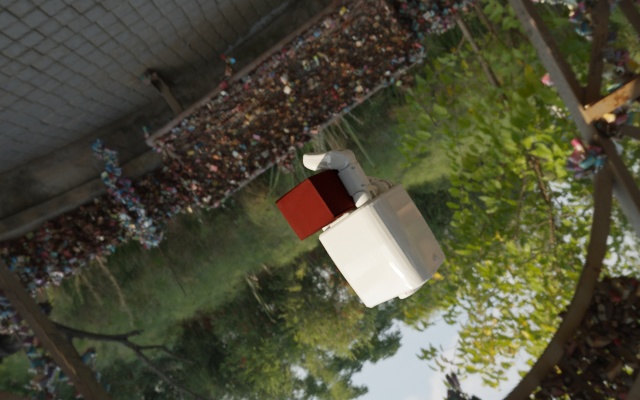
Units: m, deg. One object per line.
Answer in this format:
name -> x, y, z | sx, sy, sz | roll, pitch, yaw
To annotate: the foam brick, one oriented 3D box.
foam brick -> 0.000, 0.002, 0.527 | 0.053, 0.051, 0.078 | -35, -5, 30
